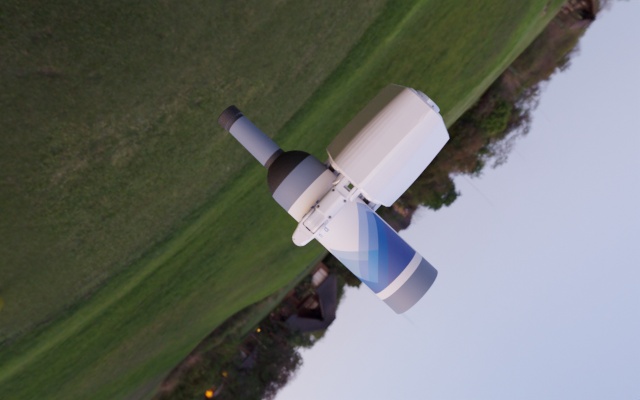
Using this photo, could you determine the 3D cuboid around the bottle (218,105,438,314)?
[{"bbox_3d":[0.000,0.002,0.537,0.295,0.069,0.069,43,2,2],"label":"bottle"}]
